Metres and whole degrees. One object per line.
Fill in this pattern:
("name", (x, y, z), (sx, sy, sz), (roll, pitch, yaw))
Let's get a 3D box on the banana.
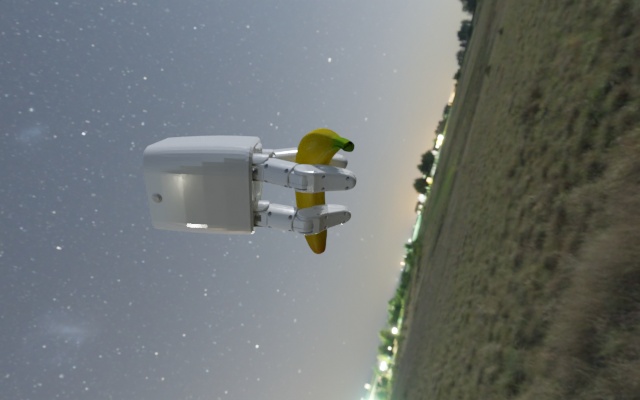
("banana", (-0.006, -0.015, 0.532), (0.037, 0.069, 0.198), (-13, -34, -17))
